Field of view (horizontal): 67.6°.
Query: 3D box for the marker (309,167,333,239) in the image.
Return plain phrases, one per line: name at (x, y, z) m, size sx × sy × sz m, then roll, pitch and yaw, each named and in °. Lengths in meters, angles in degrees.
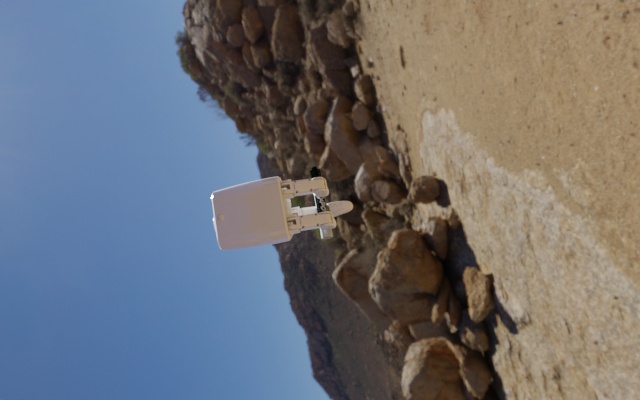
marker at (0.000, 0.003, 0.777) m, size 0.020 × 0.121 × 0.020 m, roll -10°, pitch -14°, yaw -3°
